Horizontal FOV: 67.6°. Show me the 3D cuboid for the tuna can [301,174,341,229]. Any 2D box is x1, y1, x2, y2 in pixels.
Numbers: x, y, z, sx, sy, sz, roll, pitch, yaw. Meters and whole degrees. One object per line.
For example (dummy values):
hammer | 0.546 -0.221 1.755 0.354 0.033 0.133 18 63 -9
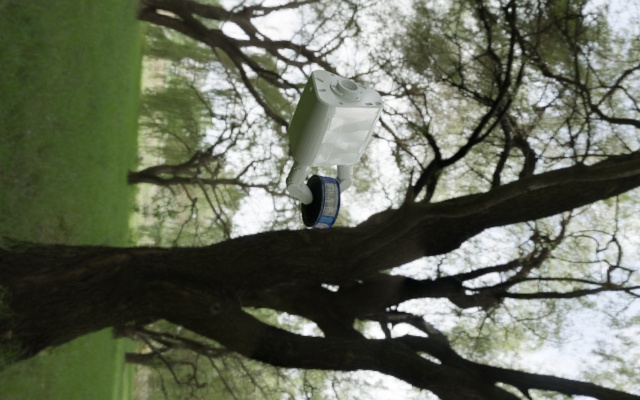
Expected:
tuna can | 0.001 0.003 0.767 0.034 0.086 0.086 8 -3 -23
